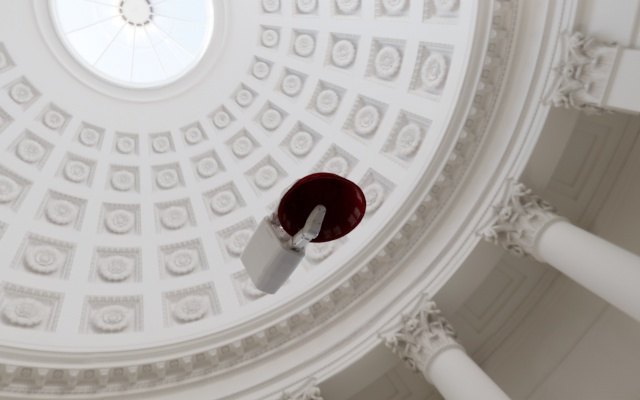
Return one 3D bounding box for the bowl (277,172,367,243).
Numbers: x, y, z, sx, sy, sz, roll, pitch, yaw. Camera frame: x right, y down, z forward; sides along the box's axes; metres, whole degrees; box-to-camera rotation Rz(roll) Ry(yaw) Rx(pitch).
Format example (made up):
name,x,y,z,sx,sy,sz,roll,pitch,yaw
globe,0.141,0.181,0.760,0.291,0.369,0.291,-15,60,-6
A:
name,x,y,z,sx,sy,sz,roll,pitch,yaw
bowl,0.001,0.002,0.877,0.162,0.162,0.055,0,40,-10
